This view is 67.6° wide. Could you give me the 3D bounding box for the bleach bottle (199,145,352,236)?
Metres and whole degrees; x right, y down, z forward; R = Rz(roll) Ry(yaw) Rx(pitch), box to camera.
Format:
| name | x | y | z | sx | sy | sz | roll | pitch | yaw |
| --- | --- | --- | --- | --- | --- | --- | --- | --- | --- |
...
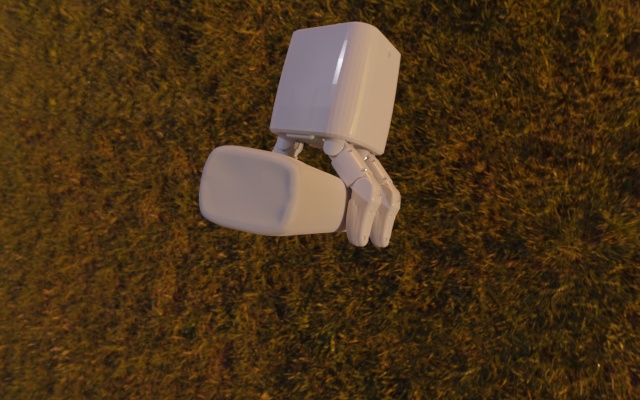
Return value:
| name | x | y | z | sx | sy | sz | roll | pitch | yaw |
| --- | --- | --- | --- | --- | --- | --- | --- | --- | --- |
| bleach bottle | 0.000 | 0.002 | 0.486 | 0.102 | 0.068 | 0.251 | 12 | 1 | 28 |
